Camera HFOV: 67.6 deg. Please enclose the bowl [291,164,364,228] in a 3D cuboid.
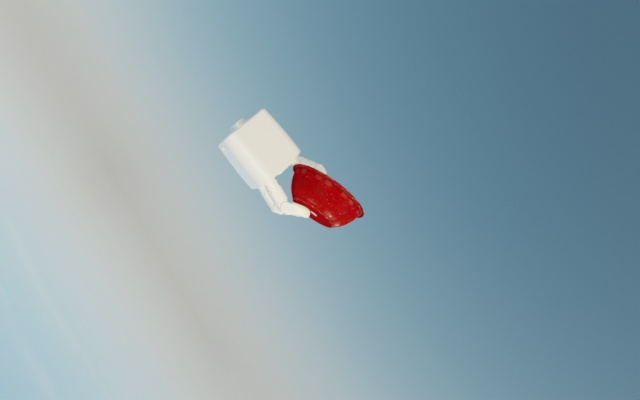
[{"bbox_3d":[0.001,0.004,0.892,0.162,0.055,0.162,33,-14,10],"label":"bowl"}]
